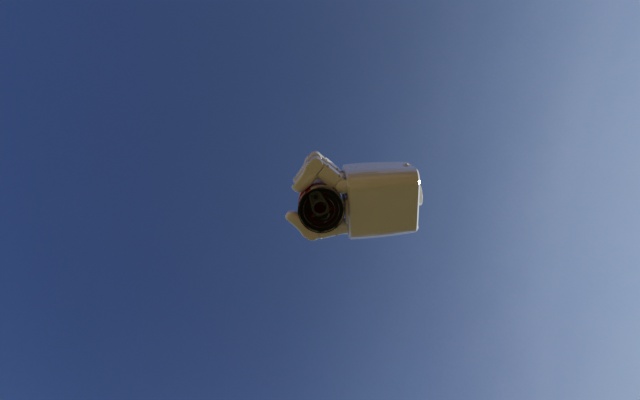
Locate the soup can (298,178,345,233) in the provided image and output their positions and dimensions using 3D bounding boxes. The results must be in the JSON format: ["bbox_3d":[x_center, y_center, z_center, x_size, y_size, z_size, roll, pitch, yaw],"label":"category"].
[{"bbox_3d":[0.000,0.002,0.726,0.068,0.068,0.102,0,14,-1],"label":"soup can"}]
